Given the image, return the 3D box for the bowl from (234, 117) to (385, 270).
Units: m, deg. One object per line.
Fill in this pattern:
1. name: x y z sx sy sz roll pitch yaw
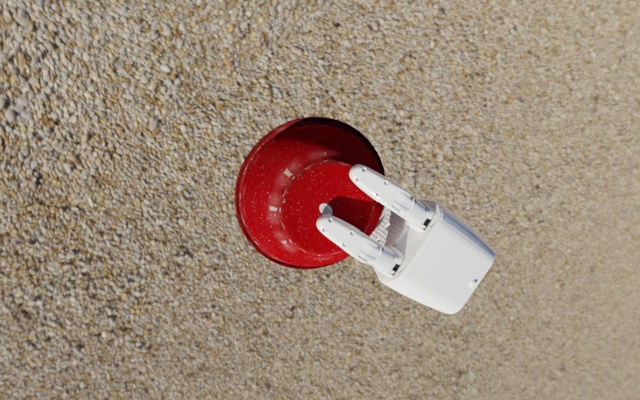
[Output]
1. bowl: -0.001 0.001 0.465 0.162 0.162 0.055 0 15 -17
